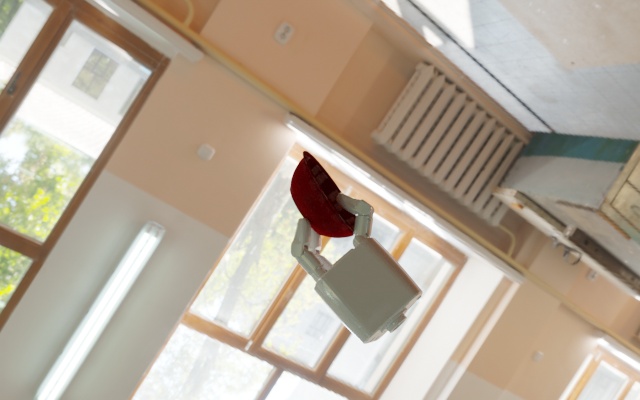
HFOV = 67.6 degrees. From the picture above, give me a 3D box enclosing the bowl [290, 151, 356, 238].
[{"bbox_3d":[-0.001,0.002,0.752,0.055,0.162,0.162,-34,-7,10],"label":"bowl"}]
